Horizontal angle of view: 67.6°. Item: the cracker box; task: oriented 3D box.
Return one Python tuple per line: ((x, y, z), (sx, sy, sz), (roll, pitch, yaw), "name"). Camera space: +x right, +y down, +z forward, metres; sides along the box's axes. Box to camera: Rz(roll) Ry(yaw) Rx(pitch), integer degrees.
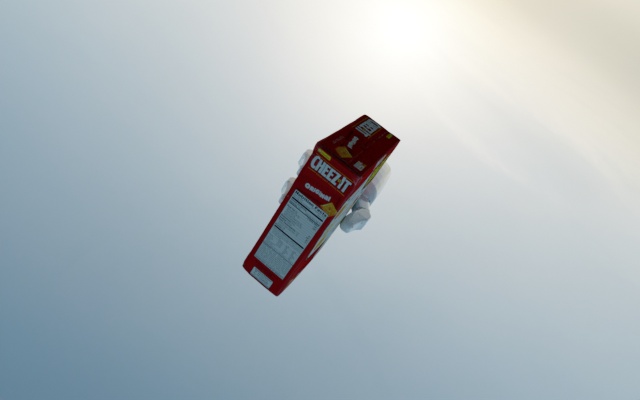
((0.000, 0.002, 0.629), (0.072, 0.214, 0.164), (38, 32, 6), "cracker box")
